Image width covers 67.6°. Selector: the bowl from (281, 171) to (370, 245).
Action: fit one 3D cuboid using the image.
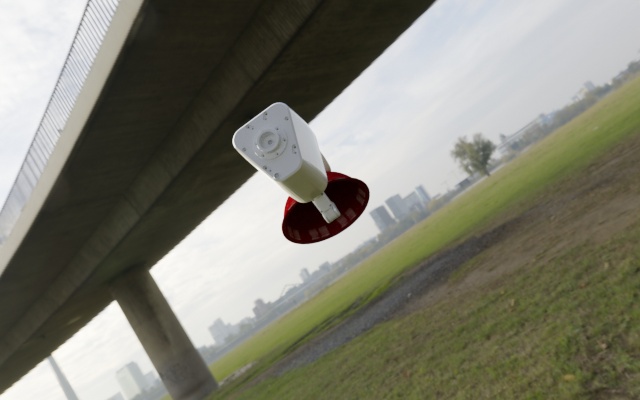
[{"bbox_3d":[0.000,0.003,0.805,0.162,0.055,0.162,-20,-36,-15],"label":"bowl"}]
